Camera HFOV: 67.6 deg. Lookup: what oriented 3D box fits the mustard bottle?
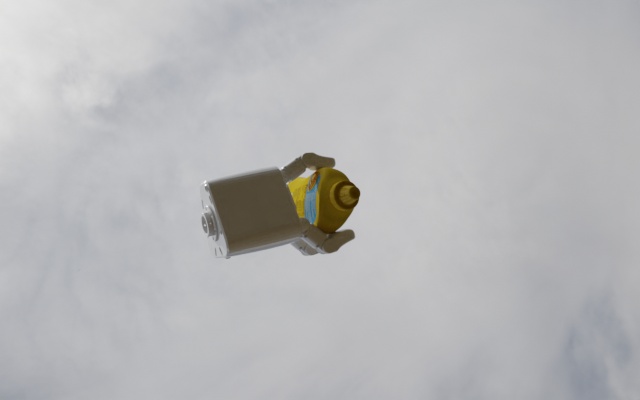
[{"bbox_3d":[0.000,0.002,0.701,0.058,0.096,0.191,13,-13,-25],"label":"mustard bottle"}]
